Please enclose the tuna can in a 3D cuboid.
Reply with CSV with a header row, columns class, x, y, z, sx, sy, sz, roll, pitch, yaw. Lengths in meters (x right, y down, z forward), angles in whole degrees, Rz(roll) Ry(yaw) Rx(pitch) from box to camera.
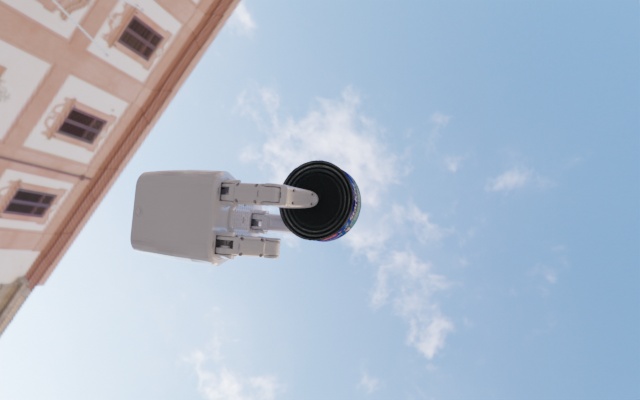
class,x,y,z,sx,sy,sz,roll,pitch,yaw
tuna can,0.000,0.002,0.516,0.086,0.086,0.034,0,-8,23
